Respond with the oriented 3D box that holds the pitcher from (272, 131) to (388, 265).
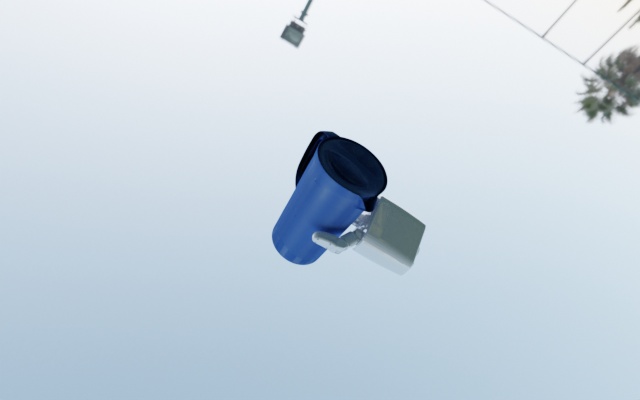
[{"bbox_3d":[0.000,0.003,0.868,0.145,0.243,0.149,31,41,-6],"label":"pitcher"}]
